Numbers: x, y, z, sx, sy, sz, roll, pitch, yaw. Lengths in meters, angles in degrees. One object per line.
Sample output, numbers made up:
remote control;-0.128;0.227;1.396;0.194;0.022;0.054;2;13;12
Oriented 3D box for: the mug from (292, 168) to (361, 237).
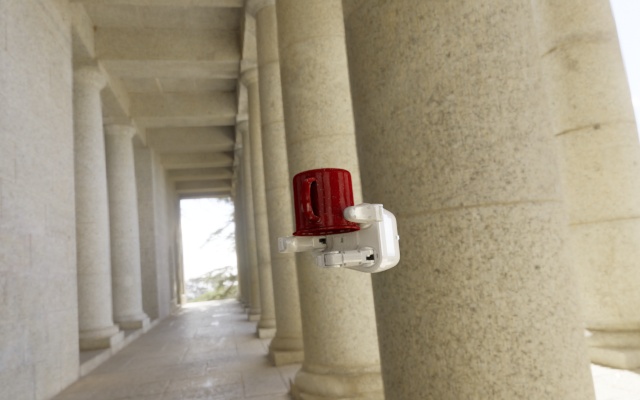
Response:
mug;-0.001;0.002;0.637;0.093;0.081;0.117;-9;-10;23
